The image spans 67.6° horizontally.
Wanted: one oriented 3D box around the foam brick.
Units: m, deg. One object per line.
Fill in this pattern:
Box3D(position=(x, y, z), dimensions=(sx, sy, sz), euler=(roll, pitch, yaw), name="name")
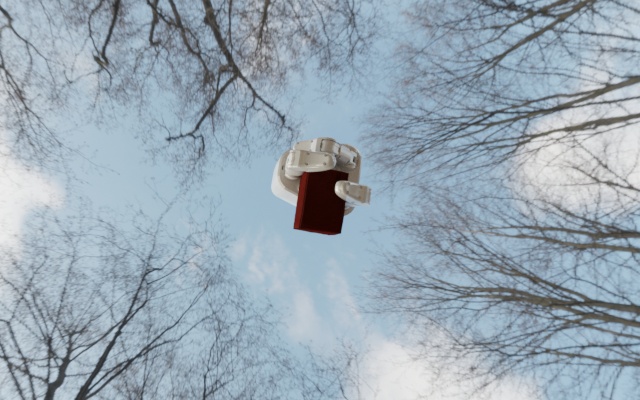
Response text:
Box3D(position=(0.000, 0.002, 0.591), dimensions=(0.053, 0.078, 0.051), euler=(10, -9, -11), name="foam brick")
